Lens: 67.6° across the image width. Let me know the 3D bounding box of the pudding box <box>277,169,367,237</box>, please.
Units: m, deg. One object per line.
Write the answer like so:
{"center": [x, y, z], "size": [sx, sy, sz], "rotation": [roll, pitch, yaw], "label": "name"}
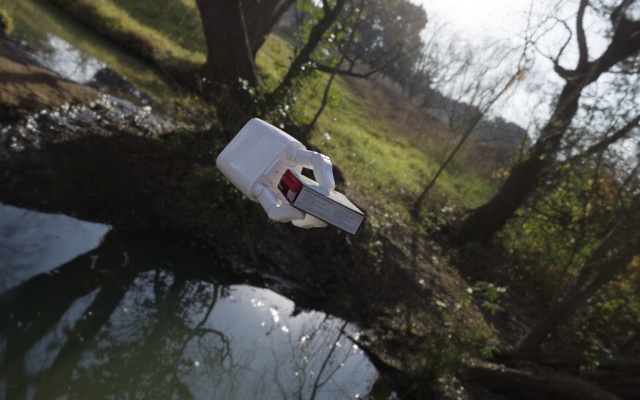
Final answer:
{"center": [0.000, 0.002, 0.690], "size": [0.113, 0.039, 0.090], "rotation": [25, 10, -23], "label": "pudding box"}
